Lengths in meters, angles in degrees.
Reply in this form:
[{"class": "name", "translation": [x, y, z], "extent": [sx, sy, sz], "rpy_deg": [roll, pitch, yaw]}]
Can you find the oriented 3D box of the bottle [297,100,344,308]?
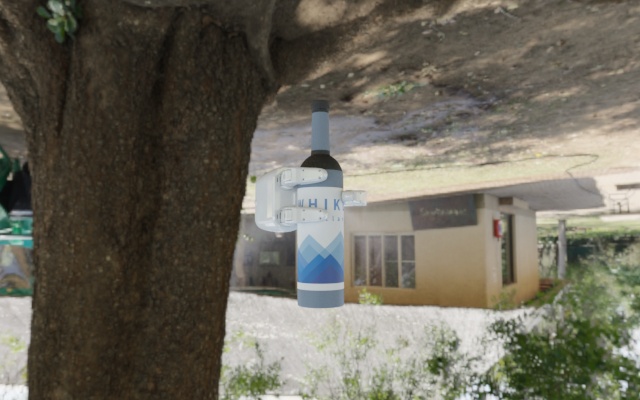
[{"class": "bottle", "translation": [0.000, 0.003, 0.691], "extent": [0.069, 0.295, 0.069], "rpy_deg": [0, -4, 0]}]
